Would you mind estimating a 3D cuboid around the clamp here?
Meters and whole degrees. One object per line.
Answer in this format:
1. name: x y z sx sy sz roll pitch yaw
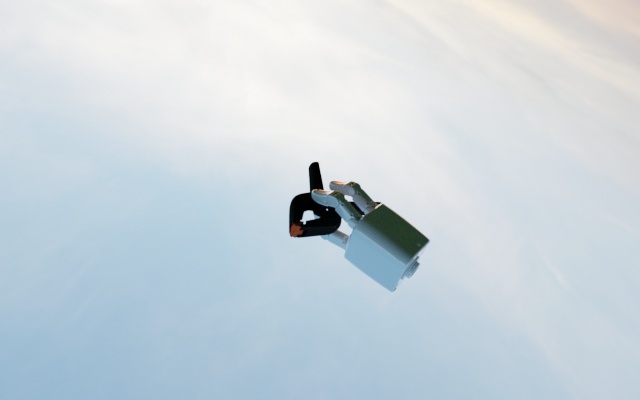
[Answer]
1. clamp: 0.000 0.004 0.850 0.164 0.036 0.210 37 37 19
